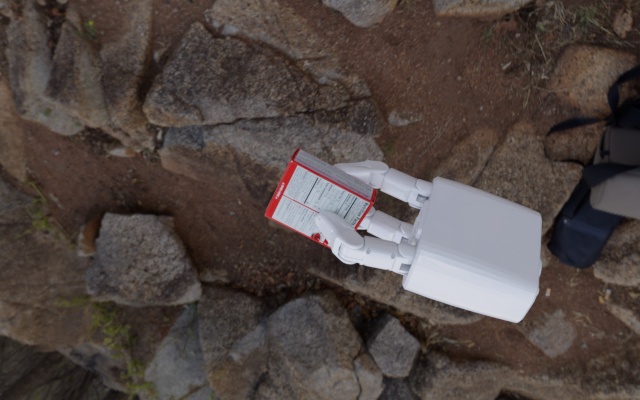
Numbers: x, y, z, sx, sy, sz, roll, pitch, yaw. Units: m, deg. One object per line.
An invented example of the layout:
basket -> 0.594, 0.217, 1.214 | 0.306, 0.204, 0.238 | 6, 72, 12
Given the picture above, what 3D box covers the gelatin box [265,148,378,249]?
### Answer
gelatin box -> 0.000, 0.002, 0.467 | 0.089, 0.073, 0.030 | 27, 35, -4
